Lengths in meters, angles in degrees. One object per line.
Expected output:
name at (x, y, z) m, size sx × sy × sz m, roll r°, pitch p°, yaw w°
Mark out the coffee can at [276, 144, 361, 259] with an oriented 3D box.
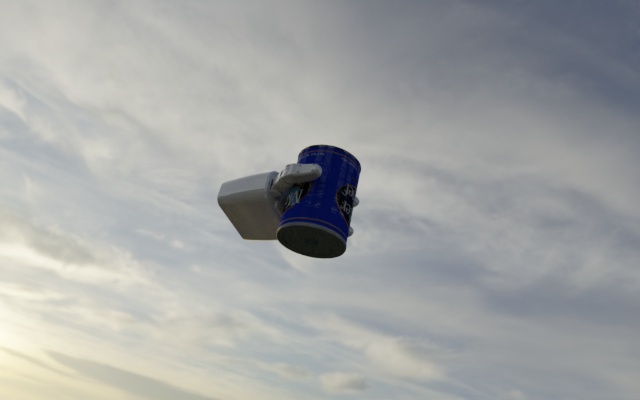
coffee can at (0.000, 0.002, 0.717) m, size 0.103 × 0.140 × 0.103 m, roll 10°, pitch -29°, yaw 6°
